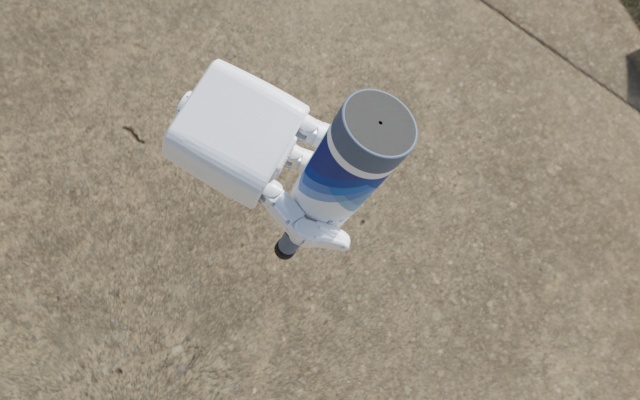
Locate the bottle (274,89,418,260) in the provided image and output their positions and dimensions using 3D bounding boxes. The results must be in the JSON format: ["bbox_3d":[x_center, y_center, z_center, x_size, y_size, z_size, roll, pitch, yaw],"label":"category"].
[{"bbox_3d":[0.000,0.002,0.499,0.069,0.069,0.296,0,-25,-21],"label":"bottle"}]
